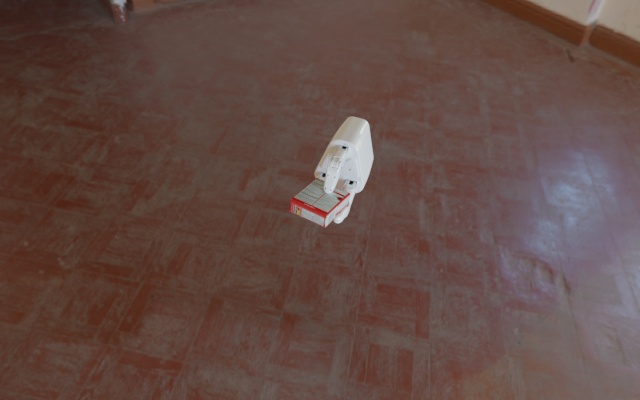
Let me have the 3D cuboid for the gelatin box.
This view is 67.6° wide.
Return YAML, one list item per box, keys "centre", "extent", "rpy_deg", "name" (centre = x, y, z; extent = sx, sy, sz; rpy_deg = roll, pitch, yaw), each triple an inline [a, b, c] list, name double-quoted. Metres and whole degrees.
- centre: [0.000, 0.003, 0.833]
  extent: [0.073, 0.030, 0.089]
  rpy_deg: [24, 38, 20]
  name: "gelatin box"
